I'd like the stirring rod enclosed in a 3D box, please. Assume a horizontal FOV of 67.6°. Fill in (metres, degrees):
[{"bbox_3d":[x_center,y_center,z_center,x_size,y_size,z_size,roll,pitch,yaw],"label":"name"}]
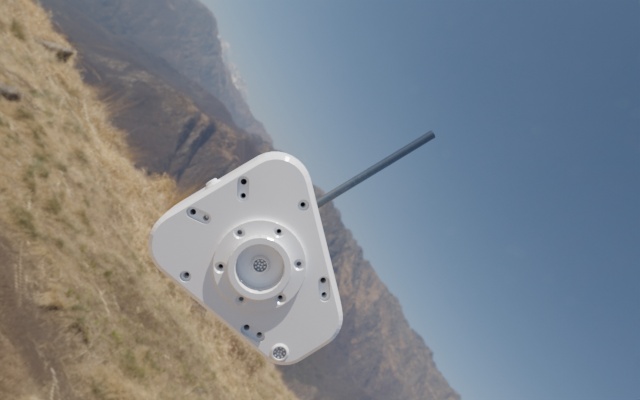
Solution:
[{"bbox_3d":[0.000,0.001,0.430,0.239,0.011,0.011,-31,2,-3],"label":"stirring rod"}]
